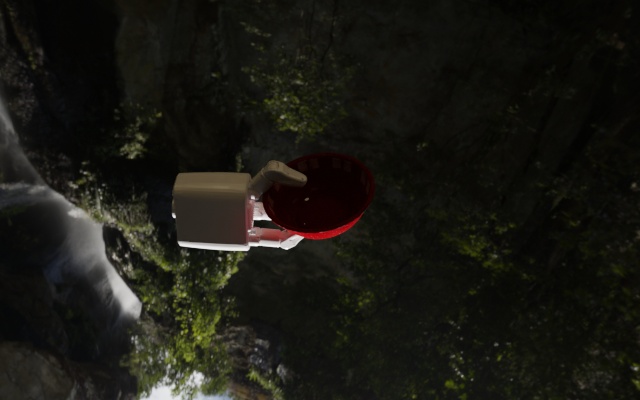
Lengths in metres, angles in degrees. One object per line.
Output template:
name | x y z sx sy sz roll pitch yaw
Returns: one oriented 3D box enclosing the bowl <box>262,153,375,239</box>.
bowl | 0.001 0.003 0.692 0.162 0.162 0.055 0 -44 13
